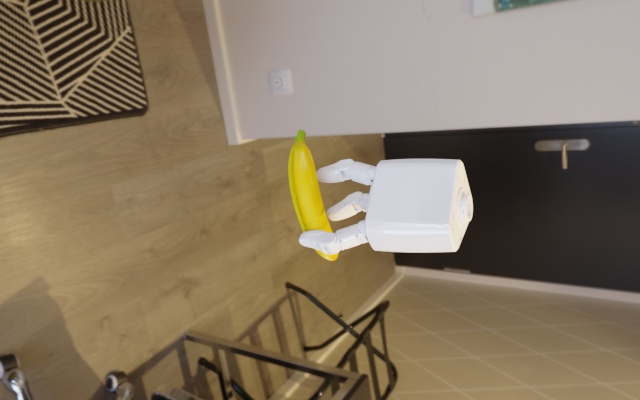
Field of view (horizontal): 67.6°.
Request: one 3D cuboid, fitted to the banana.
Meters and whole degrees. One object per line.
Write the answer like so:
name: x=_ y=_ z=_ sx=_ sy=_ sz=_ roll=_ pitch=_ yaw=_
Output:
banana: x=-0.009 y=0.006 z=0.654 sx=0.037 sy=0.198 sz=0.069 roll=-3 pitch=21 yaw=28
